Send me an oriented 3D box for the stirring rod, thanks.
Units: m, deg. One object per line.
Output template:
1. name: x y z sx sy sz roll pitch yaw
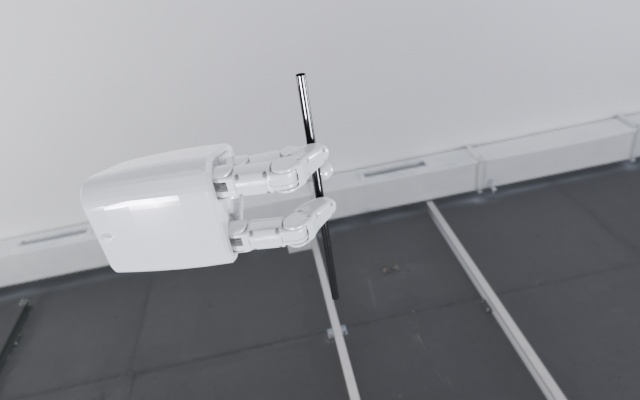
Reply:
1. stirring rod: 0.000 0.001 0.441 0.011 0.240 0.011 -6 32 4
